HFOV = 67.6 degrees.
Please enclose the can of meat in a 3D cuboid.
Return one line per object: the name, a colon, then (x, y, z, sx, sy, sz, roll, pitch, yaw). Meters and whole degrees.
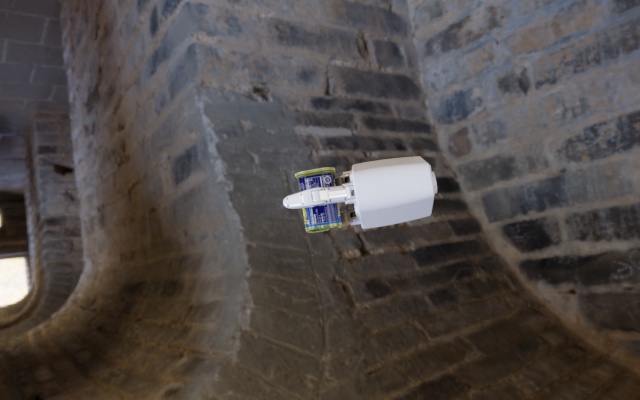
can of meat: (0.000, 0.003, 0.703, 0.057, 0.084, 0.102, -9, -5, 2)
